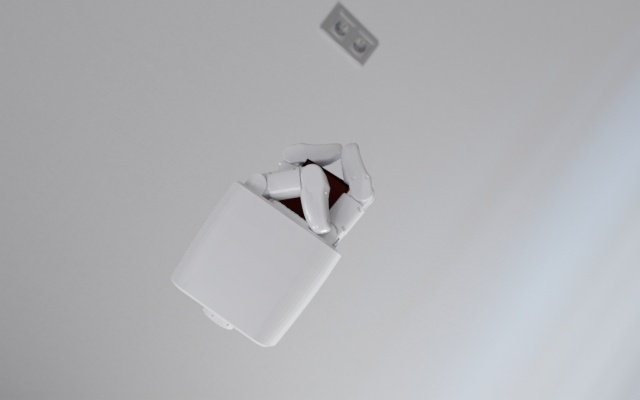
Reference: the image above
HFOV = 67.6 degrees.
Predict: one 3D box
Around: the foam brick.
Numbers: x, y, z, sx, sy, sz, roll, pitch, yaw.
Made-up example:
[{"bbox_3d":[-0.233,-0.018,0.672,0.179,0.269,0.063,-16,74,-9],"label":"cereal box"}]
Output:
[{"bbox_3d":[0.000,0.002,0.483,0.053,0.051,0.078,33,-5,17],"label":"foam brick"}]
